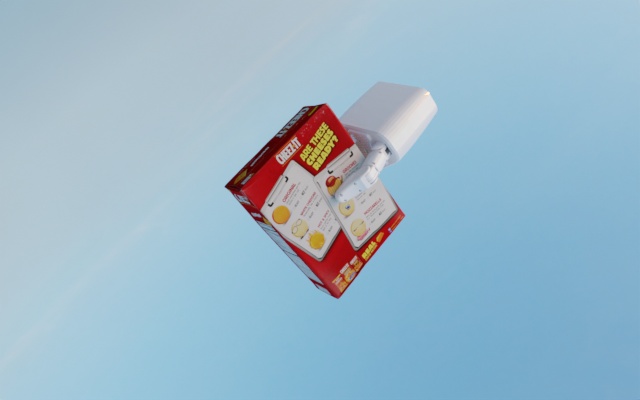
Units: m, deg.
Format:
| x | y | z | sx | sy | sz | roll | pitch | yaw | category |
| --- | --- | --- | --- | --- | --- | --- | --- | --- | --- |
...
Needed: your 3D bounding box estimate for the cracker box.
| x | y | z | sx | sy | sz | roll | pitch | yaw | category |
| --- | --- | --- | --- | --- | --- | --- | --- | --- | --- |
| 0.000 | 0.002 | 0.658 | 0.214 | 0.164 | 0.072 | 51 | -21 | -25 | cracker box |
